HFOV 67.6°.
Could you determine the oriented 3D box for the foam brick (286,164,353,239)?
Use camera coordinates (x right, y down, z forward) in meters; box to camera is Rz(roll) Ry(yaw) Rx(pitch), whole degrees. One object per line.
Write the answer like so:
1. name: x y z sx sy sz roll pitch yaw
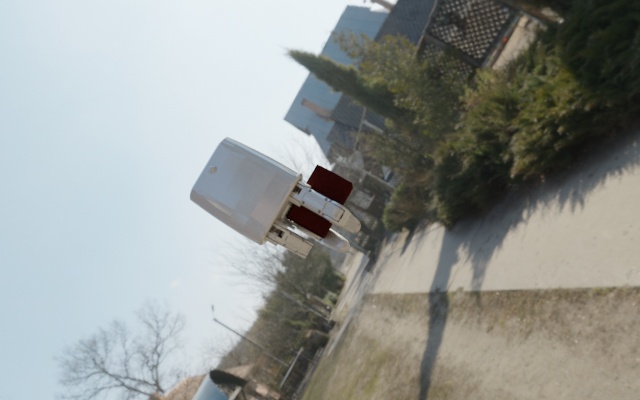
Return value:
1. foam brick: 0.000 0.002 0.600 0.051 0.078 0.053 30 -5 6
